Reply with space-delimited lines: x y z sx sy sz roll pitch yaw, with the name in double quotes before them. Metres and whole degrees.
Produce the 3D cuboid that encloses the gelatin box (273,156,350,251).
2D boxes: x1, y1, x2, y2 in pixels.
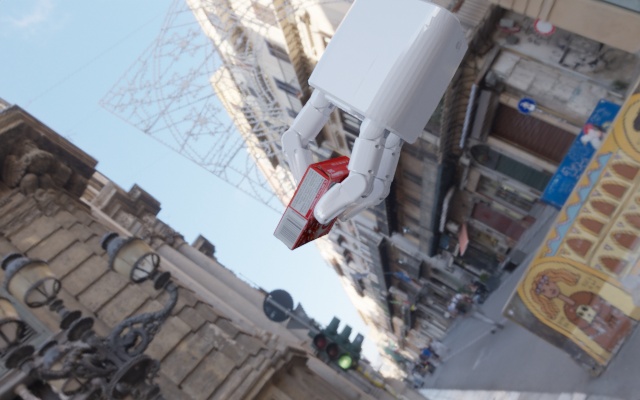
"gelatin box" 0.000 0.002 0.477 0.030 0.089 0.073 38 26 19
